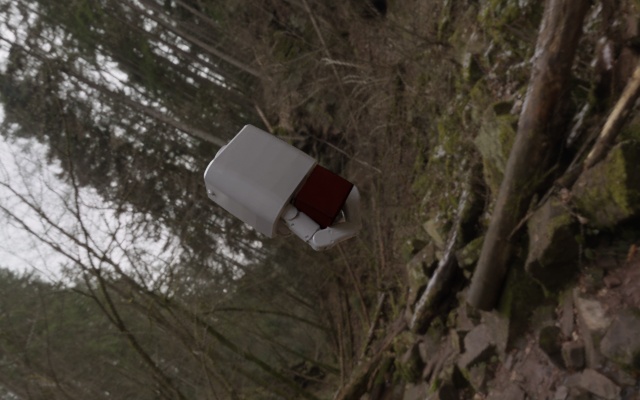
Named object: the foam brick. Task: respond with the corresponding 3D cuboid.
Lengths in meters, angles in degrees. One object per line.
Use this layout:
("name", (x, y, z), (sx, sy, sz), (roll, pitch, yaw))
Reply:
("foam brick", (0.000, 0.002, 0.584), (0.051, 0.053, 0.078), (31, -22, 4))
